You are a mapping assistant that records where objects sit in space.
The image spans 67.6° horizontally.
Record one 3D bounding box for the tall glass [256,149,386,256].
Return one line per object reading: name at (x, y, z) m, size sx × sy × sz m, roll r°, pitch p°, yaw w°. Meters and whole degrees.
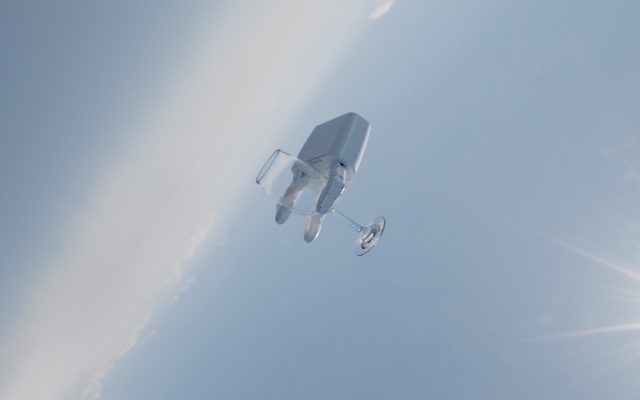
tall glass at (0.001, 0.003, 0.734) m, size 0.201 × 0.079 × 0.079 m, roll 34°, pitch -10°, yaw -15°
